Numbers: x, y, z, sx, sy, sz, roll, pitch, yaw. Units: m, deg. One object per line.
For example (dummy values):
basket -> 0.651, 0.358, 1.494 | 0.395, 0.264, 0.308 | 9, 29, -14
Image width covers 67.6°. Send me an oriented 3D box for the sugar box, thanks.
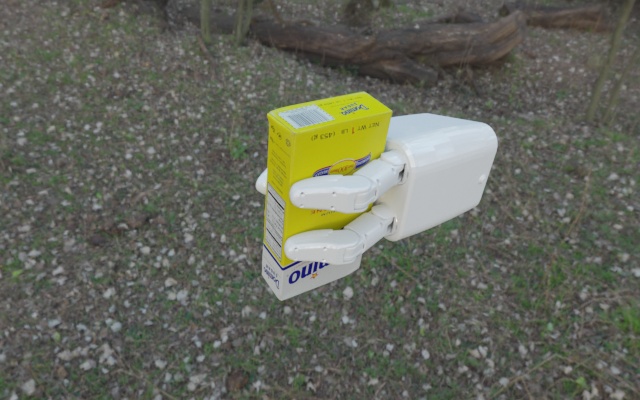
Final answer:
sugar box -> 0.000, 0.002, 0.412 | 0.093, 0.176, 0.048 | -17, 41, -28
